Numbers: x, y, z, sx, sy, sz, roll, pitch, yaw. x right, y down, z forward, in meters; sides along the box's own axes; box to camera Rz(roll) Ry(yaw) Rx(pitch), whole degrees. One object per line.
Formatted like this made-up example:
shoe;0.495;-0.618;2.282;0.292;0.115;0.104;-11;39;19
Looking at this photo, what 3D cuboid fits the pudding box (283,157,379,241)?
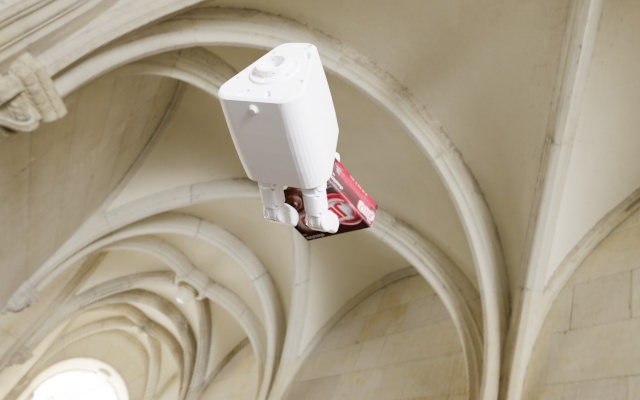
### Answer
pudding box;0.000;0.002;0.582;0.113;0.039;0.090;-15;-53;45
